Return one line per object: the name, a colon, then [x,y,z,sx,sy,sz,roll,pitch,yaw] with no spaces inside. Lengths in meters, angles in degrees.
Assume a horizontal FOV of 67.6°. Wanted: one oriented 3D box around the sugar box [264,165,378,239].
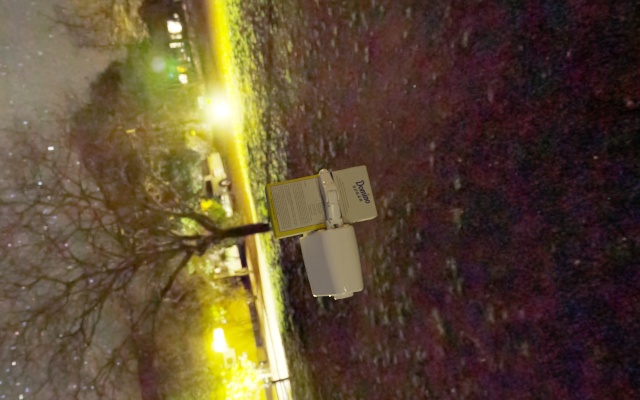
sugar box: [0.000,0.003,0.813,0.176,0.093,0.048,-10,-7,-13]
